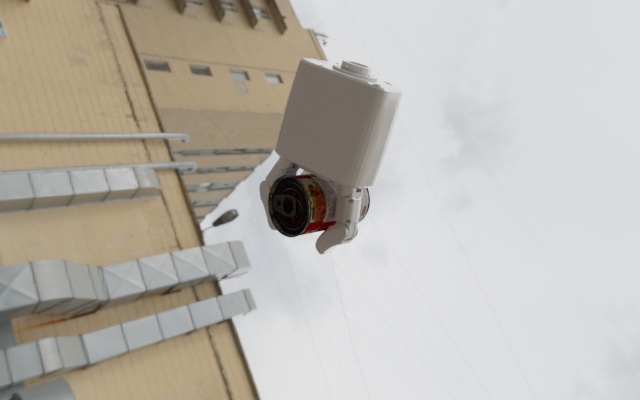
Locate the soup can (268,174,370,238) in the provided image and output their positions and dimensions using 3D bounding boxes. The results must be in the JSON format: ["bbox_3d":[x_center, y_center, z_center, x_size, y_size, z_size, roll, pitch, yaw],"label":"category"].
[{"bbox_3d":[0.000,0.002,0.551,0.068,0.068,0.102,0,5,45],"label":"soup can"}]
